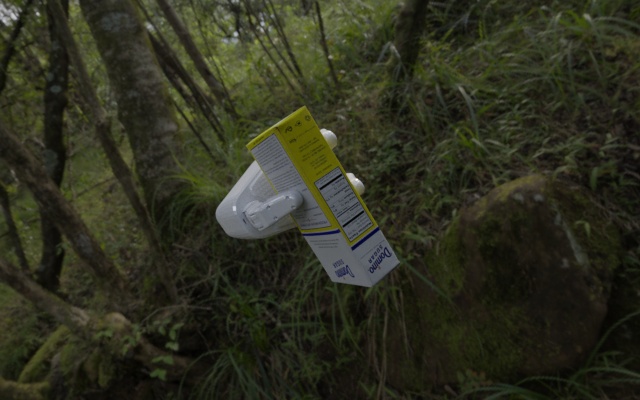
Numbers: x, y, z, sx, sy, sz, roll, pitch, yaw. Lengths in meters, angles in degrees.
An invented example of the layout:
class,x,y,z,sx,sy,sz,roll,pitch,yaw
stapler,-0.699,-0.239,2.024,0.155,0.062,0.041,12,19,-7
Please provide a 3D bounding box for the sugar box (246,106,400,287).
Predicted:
class,x,y,z,sx,sy,sz,roll,pitch,yaw
sugar box,0.000,0.001,0.478,0.048,0.176,0.093,-38,11,-22
